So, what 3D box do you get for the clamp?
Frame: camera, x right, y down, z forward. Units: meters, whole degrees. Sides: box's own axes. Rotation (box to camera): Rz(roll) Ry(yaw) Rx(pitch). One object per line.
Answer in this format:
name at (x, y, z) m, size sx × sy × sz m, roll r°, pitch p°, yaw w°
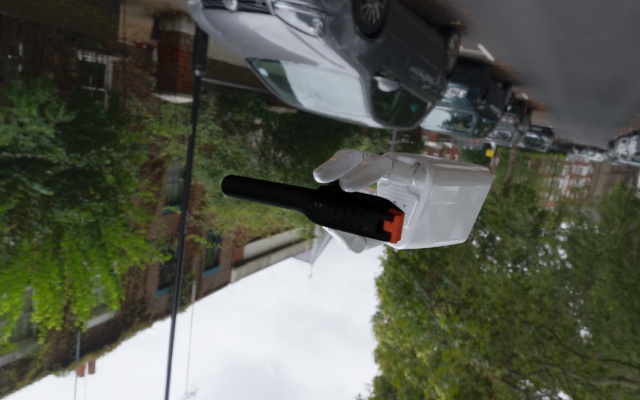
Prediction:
clamp at (0.000, 0.003, 0.502) m, size 0.164 × 0.036 × 0.210 m, roll -1°, pitch 14°, yaw -30°
